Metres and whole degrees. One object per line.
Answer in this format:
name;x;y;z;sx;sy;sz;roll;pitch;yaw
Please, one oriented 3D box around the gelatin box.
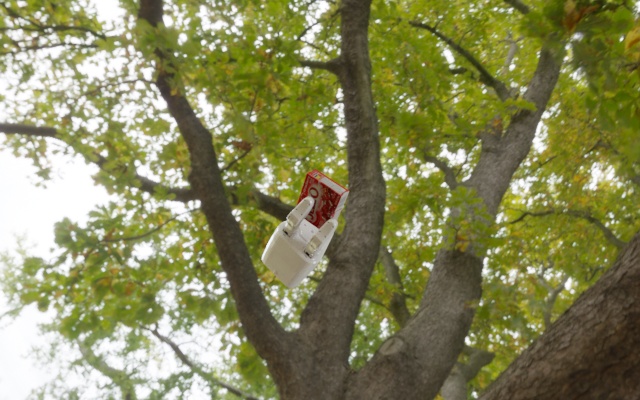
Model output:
gelatin box;0.000;0.002;0.816;0.073;0.089;0.030;34;37;19
